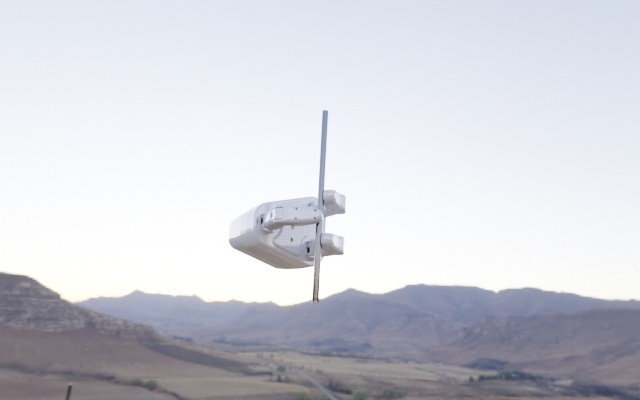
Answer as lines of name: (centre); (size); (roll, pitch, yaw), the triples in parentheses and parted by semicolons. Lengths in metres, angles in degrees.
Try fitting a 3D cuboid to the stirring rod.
stirring rod: (0.000, 0.002, 0.581); (0.011, 0.239, 0.011); (3, -15, 1)
